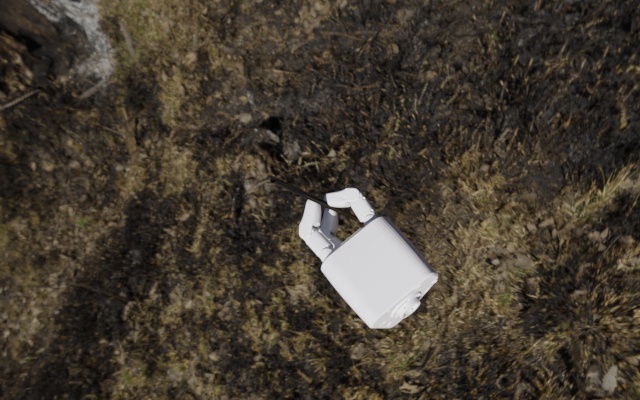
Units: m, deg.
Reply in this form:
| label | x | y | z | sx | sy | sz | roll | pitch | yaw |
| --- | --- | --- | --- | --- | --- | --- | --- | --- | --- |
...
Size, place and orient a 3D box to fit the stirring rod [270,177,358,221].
| label | x | y | z | sx | sy | sz | roll | pitch | yaw |
| --- | --- | --- | --- | --- | --- | --- | --- | --- | --- |
| stirring rod | 0.000 | 0.002 | 0.678 | 0.011 | 0.011 | 0.239 | 0 | -13 | 29 |
